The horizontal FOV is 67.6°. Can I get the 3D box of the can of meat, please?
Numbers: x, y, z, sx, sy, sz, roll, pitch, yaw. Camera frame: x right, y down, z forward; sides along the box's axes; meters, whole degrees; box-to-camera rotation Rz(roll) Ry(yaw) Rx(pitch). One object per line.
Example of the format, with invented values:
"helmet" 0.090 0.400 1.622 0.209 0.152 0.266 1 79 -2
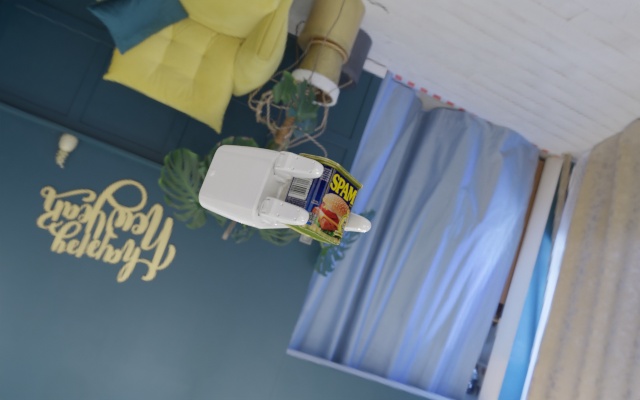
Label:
"can of meat" 0.000 0.002 0.580 0.057 0.084 0.102 15 -10 30
